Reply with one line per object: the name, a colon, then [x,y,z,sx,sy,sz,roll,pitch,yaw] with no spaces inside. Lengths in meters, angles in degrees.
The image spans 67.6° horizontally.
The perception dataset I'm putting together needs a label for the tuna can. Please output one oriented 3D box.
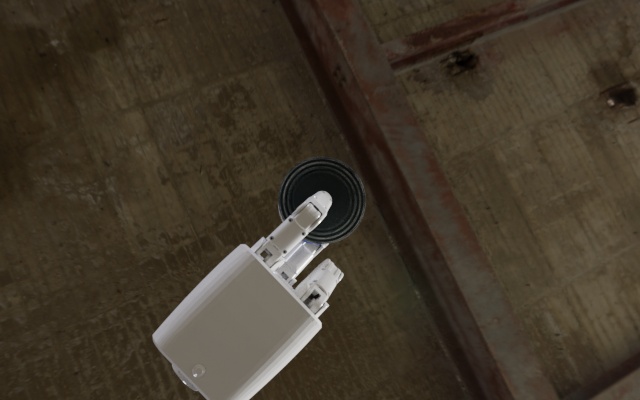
tuna can: [0.000,0.002,0.478,0.086,0.086,0.034,0,-8,-6]
